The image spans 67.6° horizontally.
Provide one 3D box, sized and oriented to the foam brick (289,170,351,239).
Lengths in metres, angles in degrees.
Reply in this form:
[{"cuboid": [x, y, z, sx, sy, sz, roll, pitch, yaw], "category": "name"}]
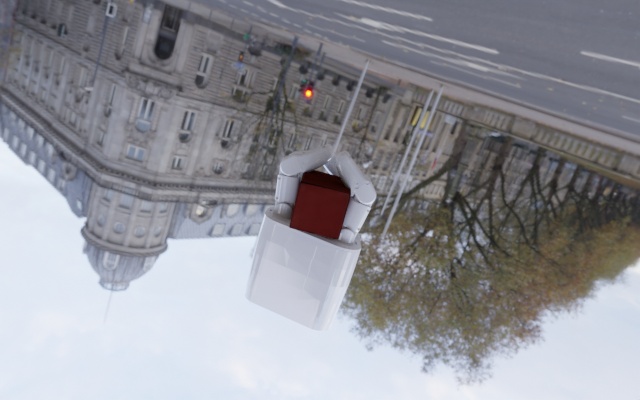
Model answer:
[{"cuboid": [0.000, 0.002, 0.507, 0.053, 0.051, 0.078, 15, 13, -2], "category": "foam brick"}]
